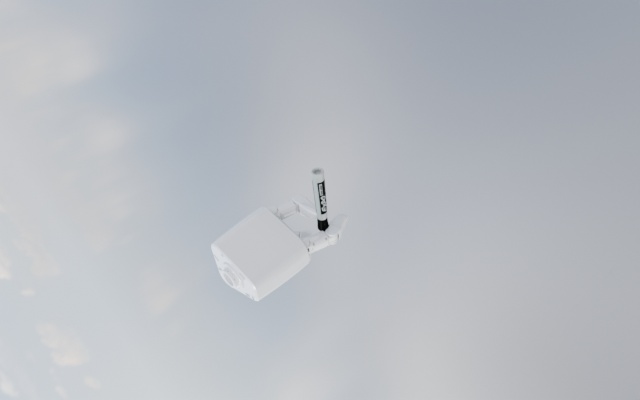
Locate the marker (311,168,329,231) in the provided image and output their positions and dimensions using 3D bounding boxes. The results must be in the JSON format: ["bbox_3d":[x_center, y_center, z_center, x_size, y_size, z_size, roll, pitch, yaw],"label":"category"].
[{"bbox_3d":[0.000,0.002,0.733,0.020,0.121,0.020,-3,42,3],"label":"marker"}]
